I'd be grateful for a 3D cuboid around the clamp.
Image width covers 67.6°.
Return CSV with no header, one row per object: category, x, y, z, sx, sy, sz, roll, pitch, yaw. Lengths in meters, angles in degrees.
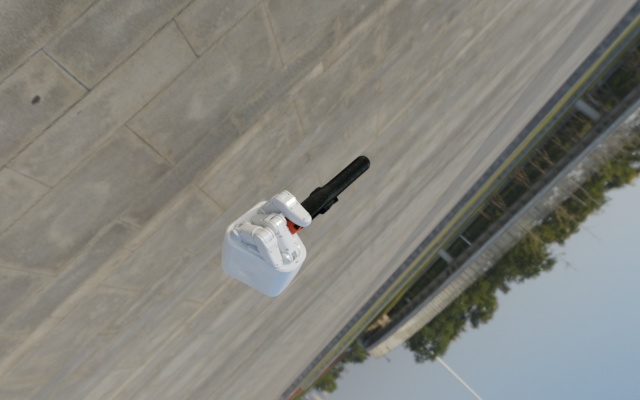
clamp,0.000,0.003,0.733,0.171,0.039,0.120,-36,-14,-34
